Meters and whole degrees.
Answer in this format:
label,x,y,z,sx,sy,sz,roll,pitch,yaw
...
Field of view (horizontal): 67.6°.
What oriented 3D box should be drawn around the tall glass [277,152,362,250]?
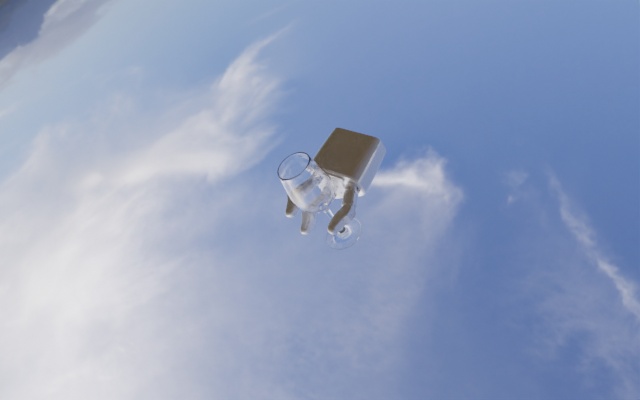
label,x,y,z,sx,sy,sz,roll,pitch,yaw
tall glass,0.000,0.003,0.851,0.079,0.079,0.201,0,-37,35
